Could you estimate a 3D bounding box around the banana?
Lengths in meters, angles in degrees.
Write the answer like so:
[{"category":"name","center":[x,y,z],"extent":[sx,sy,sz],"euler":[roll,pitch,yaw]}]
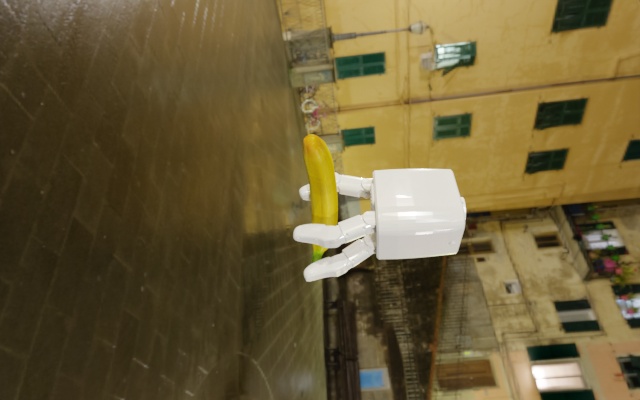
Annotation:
[{"category":"banana","center":[0.002,-0.006,0.609],"extent":[0.037,0.198,0.069],"euler":[0,34,6]}]
